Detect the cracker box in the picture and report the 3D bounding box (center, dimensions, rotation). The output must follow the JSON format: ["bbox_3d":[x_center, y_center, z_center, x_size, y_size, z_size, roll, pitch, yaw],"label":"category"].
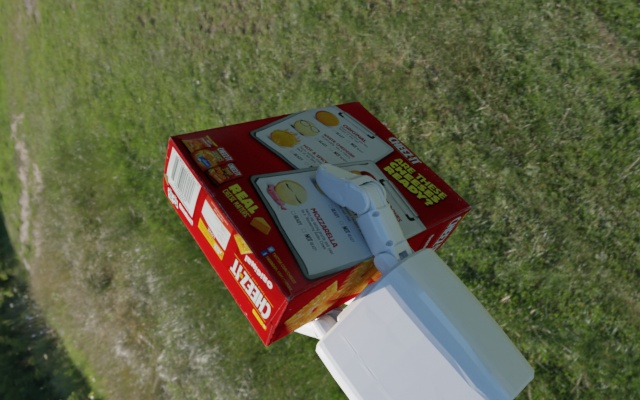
[{"bbox_3d":[0.000,0.001,0.413,0.213,0.164,0.072,-19,-32,-39],"label":"cracker box"}]
